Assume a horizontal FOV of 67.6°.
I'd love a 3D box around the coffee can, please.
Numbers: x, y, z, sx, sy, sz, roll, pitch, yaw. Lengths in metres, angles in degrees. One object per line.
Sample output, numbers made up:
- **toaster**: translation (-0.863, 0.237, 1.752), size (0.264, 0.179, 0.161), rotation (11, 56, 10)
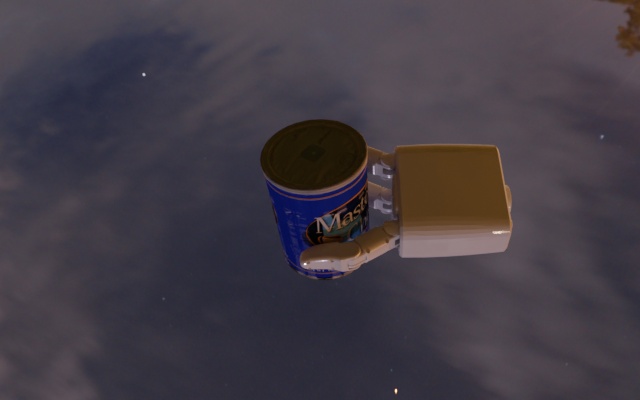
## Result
- **coffee can**: translation (0.000, 0.002, 0.502), size (0.103, 0.102, 0.140), rotation (0, -43, 8)
